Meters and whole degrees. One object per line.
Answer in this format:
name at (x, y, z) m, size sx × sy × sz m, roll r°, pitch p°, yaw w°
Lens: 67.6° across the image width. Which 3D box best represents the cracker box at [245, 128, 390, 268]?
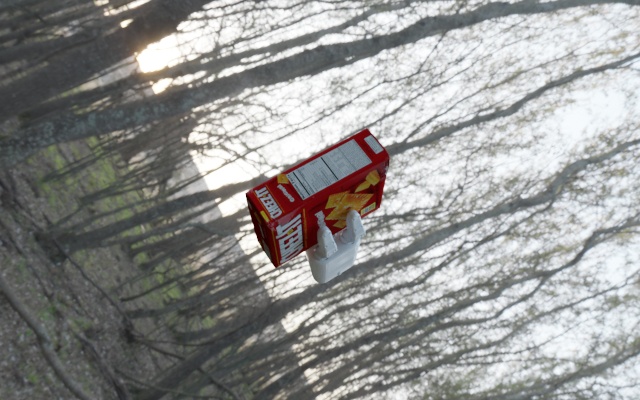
cracker box at (0.000, 0.002, 0.748) m, size 0.213 × 0.072 × 0.164 m, roll -30°, pitch -25°, yaw -16°
